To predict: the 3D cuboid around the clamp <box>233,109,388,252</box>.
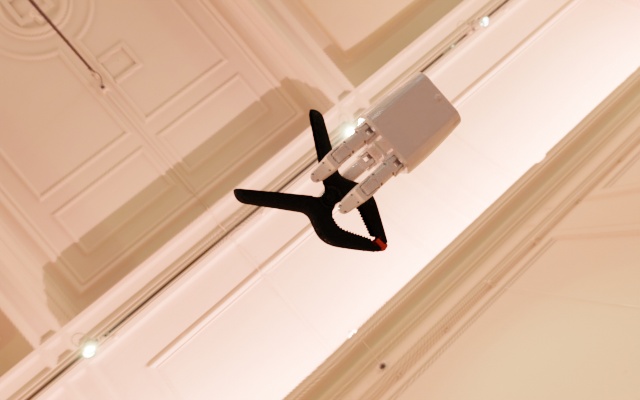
[{"bbox_3d":[0.001,0.002,0.643,0.164,0.210,0.036,-41,0,-11],"label":"clamp"}]
